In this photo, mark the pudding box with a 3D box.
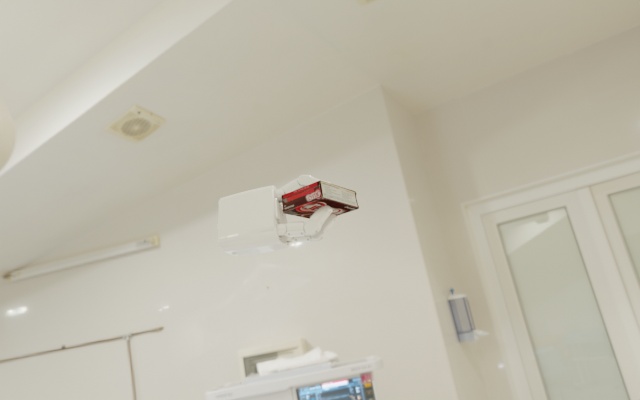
[{"bbox_3d":[0.000,0.003,0.849,0.090,0.039,0.113,-19,-18,34],"label":"pudding box"}]
